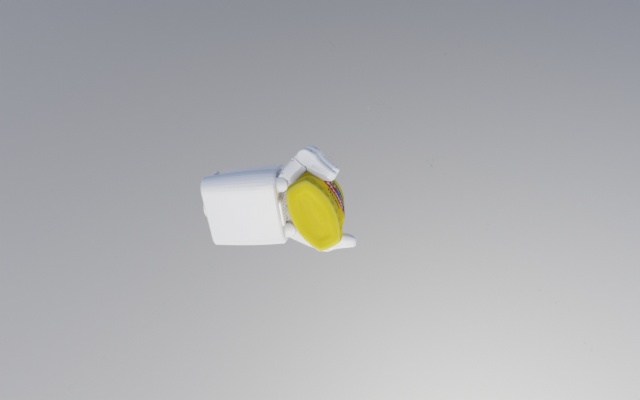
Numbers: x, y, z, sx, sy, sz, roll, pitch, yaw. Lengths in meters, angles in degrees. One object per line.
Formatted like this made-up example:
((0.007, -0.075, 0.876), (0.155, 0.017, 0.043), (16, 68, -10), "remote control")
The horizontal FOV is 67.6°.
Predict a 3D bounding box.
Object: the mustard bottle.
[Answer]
((0.000, 0.002, 0.693), (0.058, 0.096, 0.191), (-29, 7, 10), "mustard bottle")
